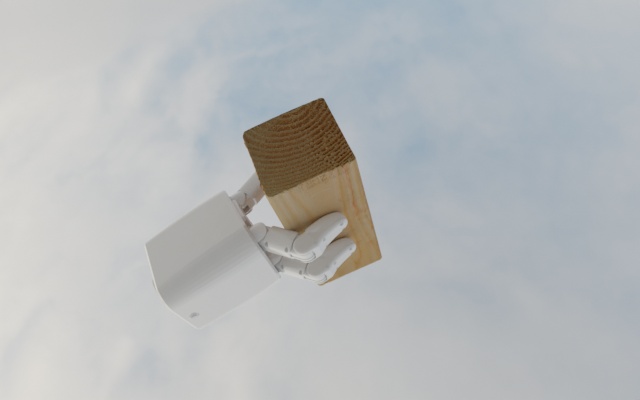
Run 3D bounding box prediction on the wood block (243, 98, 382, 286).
[{"bbox_3d":[0.000,0.002,0.528,0.090,0.090,0.206,-24,-34,-1],"label":"wood block"}]
